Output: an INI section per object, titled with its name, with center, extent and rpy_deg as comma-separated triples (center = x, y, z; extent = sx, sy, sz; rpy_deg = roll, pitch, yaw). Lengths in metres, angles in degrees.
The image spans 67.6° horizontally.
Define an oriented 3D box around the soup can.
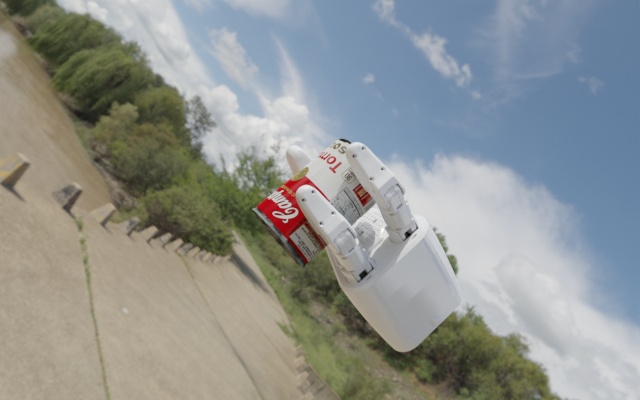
[soup can]
center = 0.000, 0.001, 0.426
extent = 0.102, 0.068, 0.068
rpy_deg = -40, 8, -10
